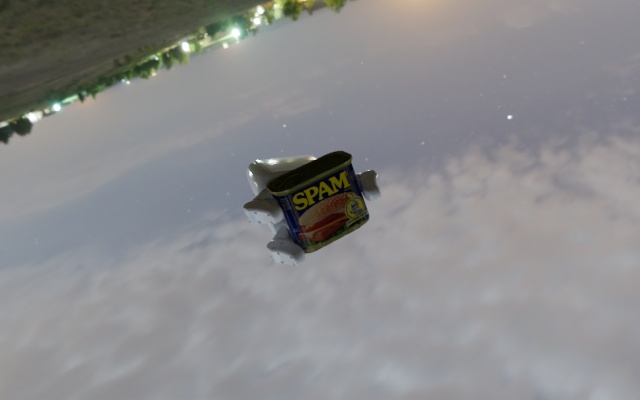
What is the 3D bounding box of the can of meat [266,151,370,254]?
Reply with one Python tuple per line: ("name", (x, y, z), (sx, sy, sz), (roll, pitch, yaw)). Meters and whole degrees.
("can of meat", (0.000, 0.002, 0.559), (0.102, 0.084, 0.057), (-26, 22, -13))
